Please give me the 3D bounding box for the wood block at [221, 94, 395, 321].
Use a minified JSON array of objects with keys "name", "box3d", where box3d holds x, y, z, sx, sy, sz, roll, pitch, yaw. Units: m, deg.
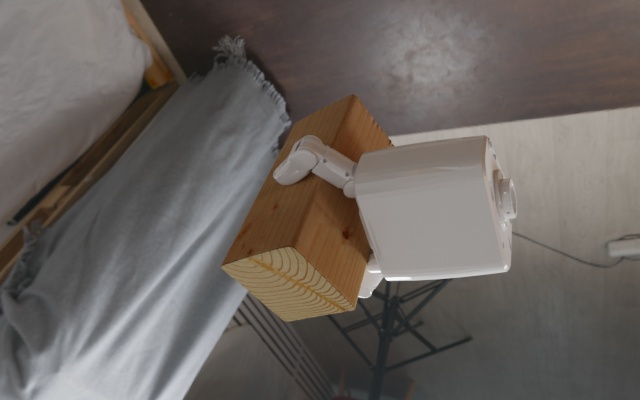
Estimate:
[{"name":"wood block","box3d":[0.000,0.001,0.472,0.090,0.206,0.091,-20,-55,37]}]
